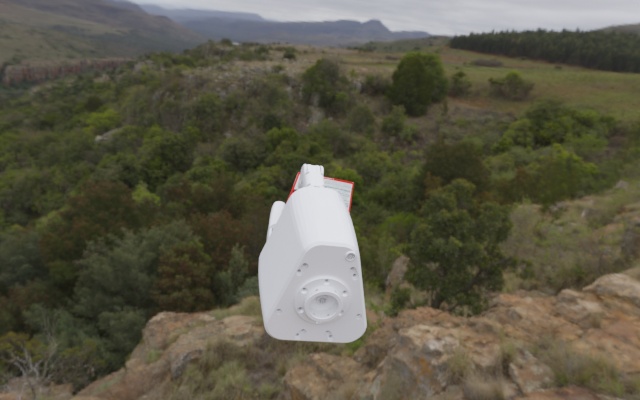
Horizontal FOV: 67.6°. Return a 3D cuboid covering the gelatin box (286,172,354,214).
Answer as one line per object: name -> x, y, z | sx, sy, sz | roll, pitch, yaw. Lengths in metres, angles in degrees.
gelatin box -> 0.000, 0.001, 0.577 | 0.073, 0.030, 0.089 | 10, 29, 2
